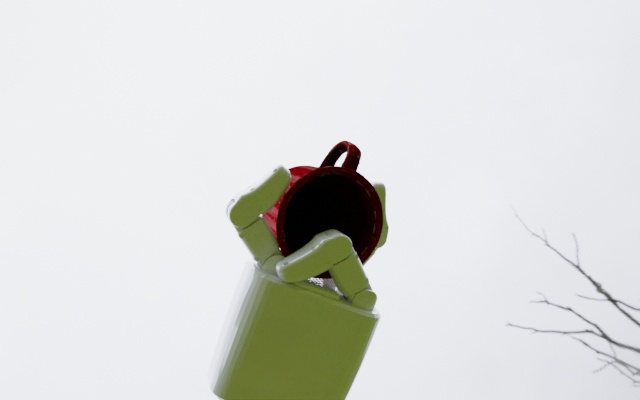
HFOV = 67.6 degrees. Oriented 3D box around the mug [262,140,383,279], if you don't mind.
[{"bbox_3d":[0.000,0.000,0.421,0.093,0.117,0.081,22,1,-22],"label":"mug"}]
